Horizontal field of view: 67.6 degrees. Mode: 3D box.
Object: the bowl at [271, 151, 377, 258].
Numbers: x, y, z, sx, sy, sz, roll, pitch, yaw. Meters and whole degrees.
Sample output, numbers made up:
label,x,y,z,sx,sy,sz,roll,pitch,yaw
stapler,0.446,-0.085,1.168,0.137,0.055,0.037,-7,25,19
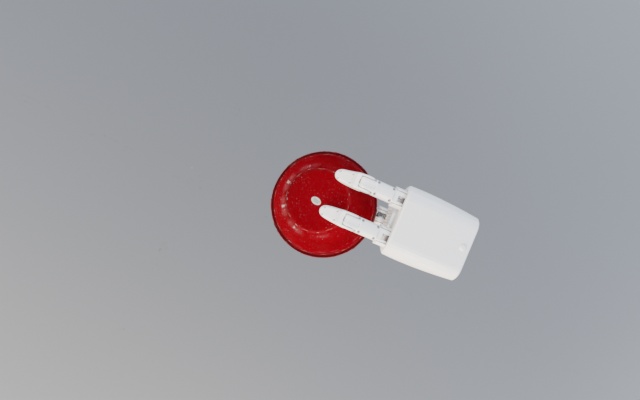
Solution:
label,x,y,z,sx,sy,sz,roll,pitch,yaw
bowl,-0.001,0.002,0.693,0.162,0.162,0.055,0,-6,9
